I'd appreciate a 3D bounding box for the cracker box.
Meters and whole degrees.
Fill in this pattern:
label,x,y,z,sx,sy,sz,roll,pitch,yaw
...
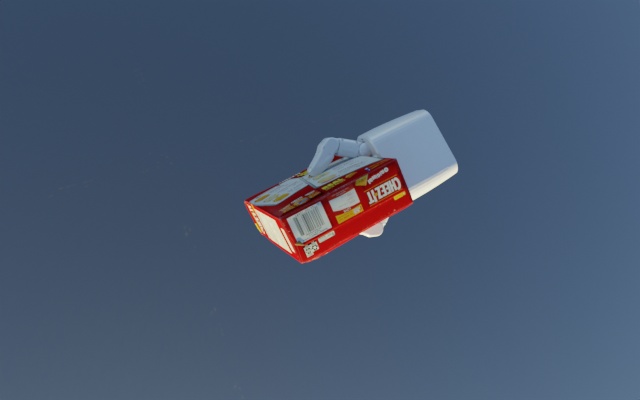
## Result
label,x,y,z,sx,sy,sz,roll,pitch,yaw
cracker box,0.000,0.002,0.659,0.164,0.072,0.213,-28,14,-15
